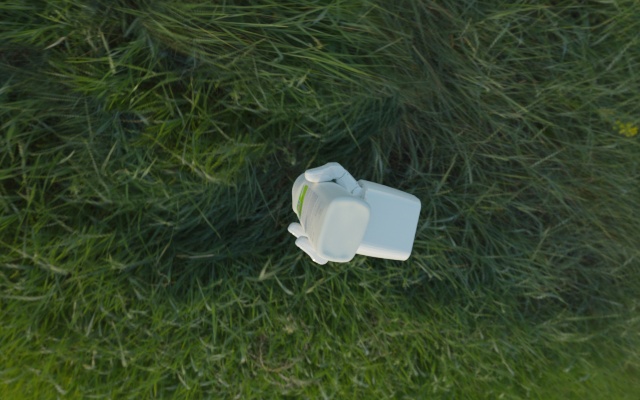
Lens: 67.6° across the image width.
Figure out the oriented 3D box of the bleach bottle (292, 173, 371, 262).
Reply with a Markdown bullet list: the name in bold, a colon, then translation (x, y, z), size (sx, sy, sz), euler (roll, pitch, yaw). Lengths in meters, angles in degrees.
- **bleach bottle**: translation (0.000, 0.003, 0.774), size (0.068, 0.102, 0.250), euler (13, 15, -20)
